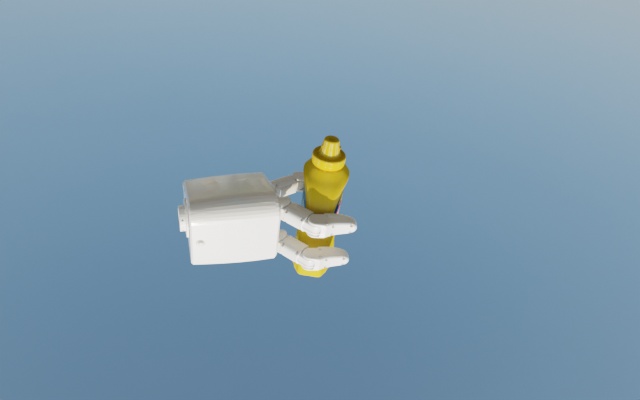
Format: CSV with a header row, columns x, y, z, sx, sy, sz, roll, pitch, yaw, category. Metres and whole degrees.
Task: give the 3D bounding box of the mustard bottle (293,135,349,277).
x,y,z,sx,sy,sz,roll,pitch,yaw,category
0.000,0.002,0.621,0.058,0.192,0.096,10,37,1,mustard bottle
